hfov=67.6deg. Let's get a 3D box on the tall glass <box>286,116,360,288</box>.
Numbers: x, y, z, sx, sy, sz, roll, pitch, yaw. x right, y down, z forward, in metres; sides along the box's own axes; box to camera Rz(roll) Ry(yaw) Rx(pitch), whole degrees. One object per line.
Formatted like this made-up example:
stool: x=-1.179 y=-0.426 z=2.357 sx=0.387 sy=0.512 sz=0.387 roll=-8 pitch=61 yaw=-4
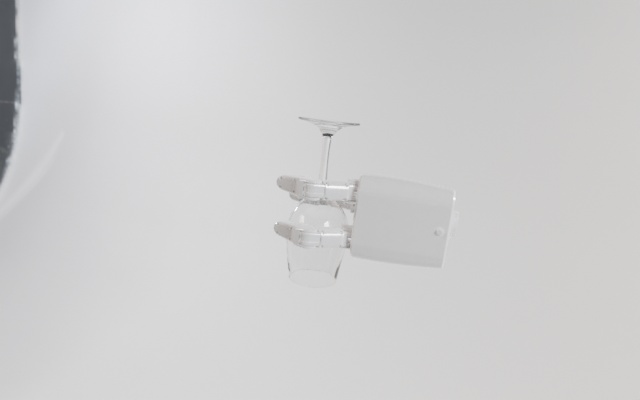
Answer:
tall glass: x=0.000 y=0.001 z=0.585 sx=0.079 sy=0.201 sz=0.079 roll=6 pitch=12 yaw=-1
